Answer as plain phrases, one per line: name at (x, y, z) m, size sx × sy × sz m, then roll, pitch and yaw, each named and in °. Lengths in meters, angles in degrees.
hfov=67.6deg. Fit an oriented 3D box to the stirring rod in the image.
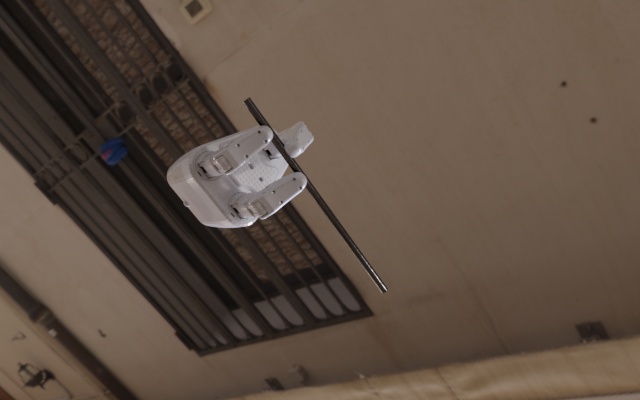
stirring rod at (0.000, 0.001, 0.469) m, size 0.011 × 0.239 × 0.011 m, roll -32°, pitch 17°, yaw 11°
